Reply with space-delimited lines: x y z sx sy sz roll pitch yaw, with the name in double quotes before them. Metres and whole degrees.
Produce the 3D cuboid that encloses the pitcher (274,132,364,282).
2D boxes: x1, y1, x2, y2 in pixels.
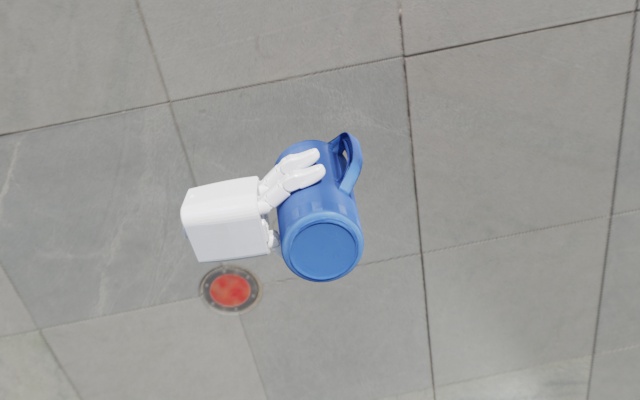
"pitcher" 0.000 0.002 0.709 0.145 0.149 0.242 -8 27 -1
